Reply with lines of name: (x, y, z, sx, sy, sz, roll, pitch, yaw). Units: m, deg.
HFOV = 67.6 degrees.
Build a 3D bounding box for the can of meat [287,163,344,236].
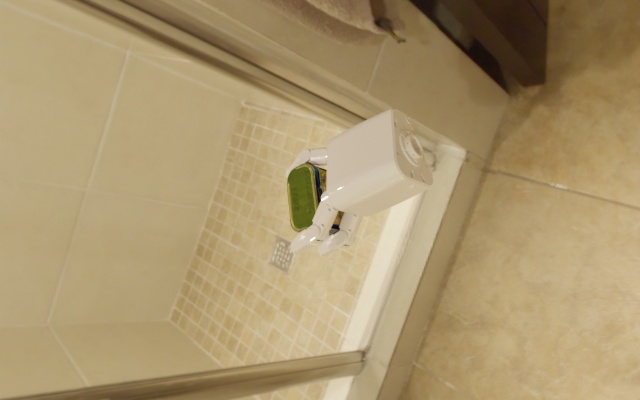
can of meat: (0.000, 0.002, 0.690, 0.057, 0.102, 0.084, -21, -22, 36)
